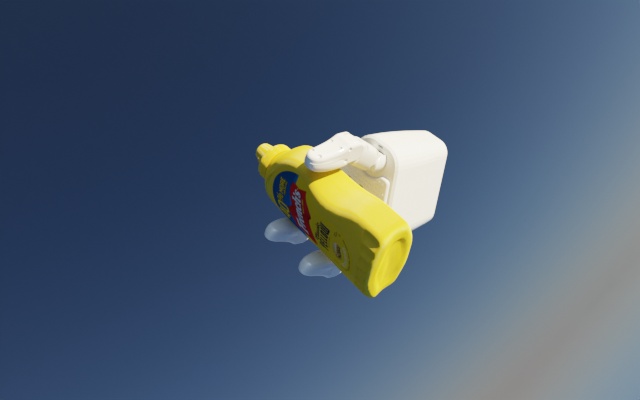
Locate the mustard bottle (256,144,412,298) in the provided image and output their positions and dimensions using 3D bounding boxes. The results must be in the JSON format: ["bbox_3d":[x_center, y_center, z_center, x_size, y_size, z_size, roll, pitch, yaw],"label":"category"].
[{"bbox_3d":[0.000,0.002,0.466,0.058,0.096,0.191,-33,58,-25],"label":"mustard bottle"}]
